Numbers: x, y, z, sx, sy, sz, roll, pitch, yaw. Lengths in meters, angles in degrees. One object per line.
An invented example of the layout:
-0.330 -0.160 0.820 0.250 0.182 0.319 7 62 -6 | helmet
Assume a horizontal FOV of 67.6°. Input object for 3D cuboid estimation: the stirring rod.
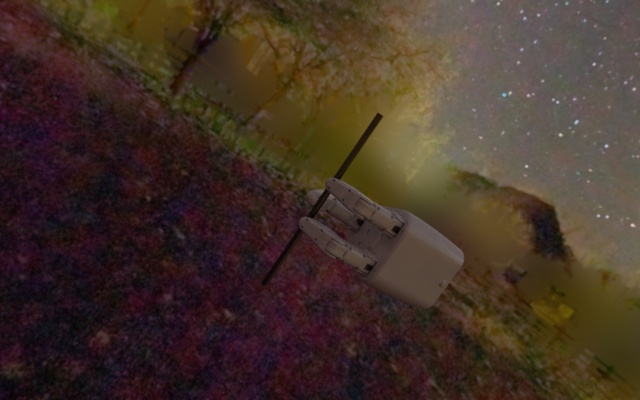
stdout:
0.000 0.002 0.552 0.011 0.239 0.011 34 8 -5 | stirring rod
